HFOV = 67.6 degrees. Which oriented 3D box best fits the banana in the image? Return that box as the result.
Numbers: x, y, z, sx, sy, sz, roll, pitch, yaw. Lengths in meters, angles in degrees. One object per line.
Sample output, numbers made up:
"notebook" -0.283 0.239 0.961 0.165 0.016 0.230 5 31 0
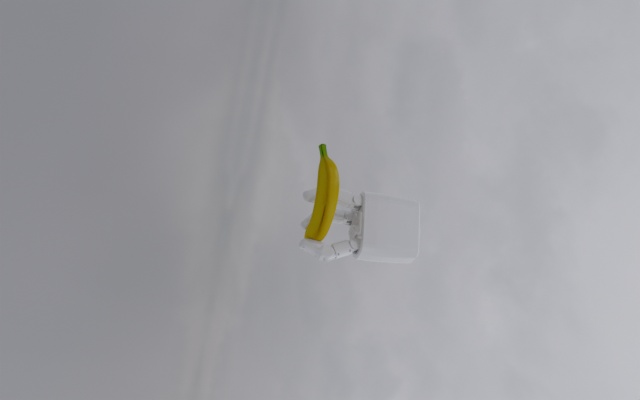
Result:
"banana" 0.003 0.010 0.776 0.037 0.198 0.069 4 34 -11
